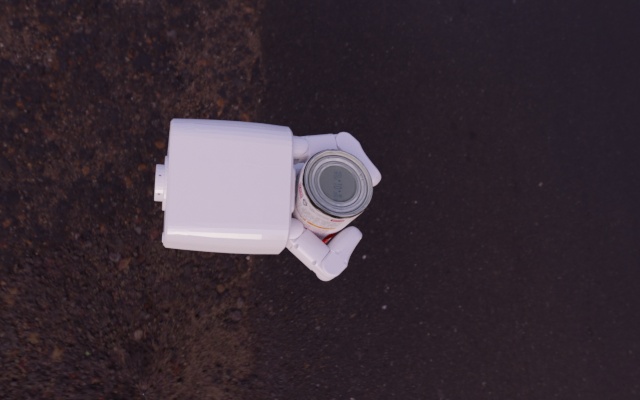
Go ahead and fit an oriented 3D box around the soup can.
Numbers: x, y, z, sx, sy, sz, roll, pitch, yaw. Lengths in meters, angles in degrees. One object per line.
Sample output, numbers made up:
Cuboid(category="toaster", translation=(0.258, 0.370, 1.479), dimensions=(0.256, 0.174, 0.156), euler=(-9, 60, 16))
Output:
Cuboid(category="soup can", translation=(0.001, 0.002, 0.461), dimensions=(0.068, 0.068, 0.102), euler=(0, -21, -20))
